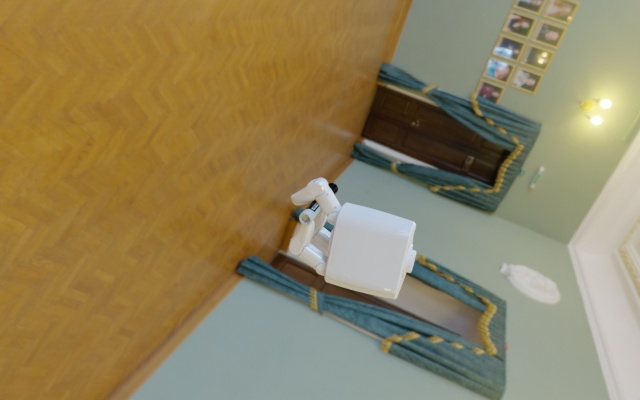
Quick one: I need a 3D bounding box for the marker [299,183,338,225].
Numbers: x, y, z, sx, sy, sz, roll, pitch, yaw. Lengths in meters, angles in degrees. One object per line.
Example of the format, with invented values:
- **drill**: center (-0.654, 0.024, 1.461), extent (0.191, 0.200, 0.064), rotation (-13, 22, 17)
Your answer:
- **marker**: center (0.000, 0.002, 0.704), extent (0.020, 0.020, 0.121), rotation (0, 23, 22)
